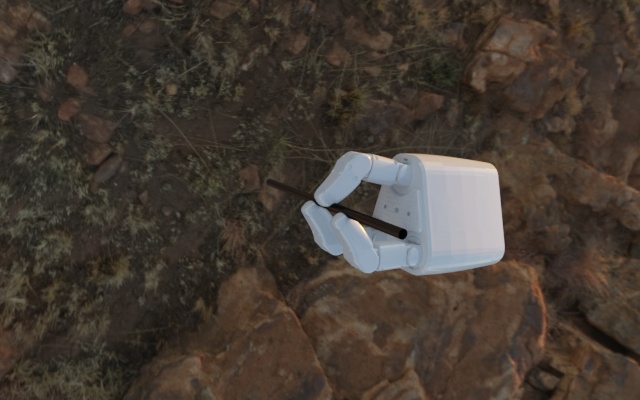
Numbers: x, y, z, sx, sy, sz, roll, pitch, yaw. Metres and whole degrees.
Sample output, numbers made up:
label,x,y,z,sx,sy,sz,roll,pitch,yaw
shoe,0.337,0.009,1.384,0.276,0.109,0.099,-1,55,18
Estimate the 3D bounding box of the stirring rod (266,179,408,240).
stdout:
label,x,y,z,sx,sy,sz,roll,pitch,yaw
stirring rod,0.000,0.001,0.437,0.011,0.011,0.239,0,11,-29
